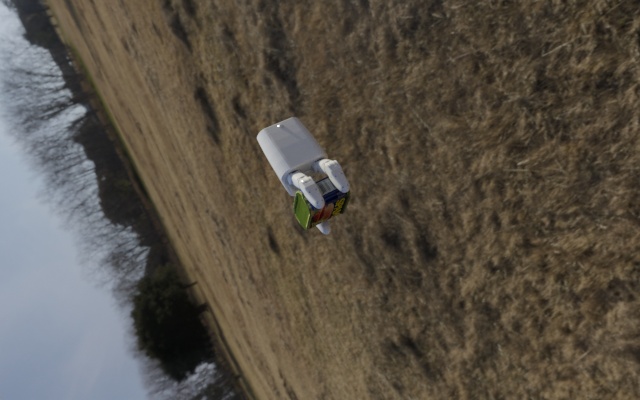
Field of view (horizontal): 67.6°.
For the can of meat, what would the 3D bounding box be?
[{"bbox_3d":[0.000,0.003,0.869,0.084,0.057,0.102,-26,-21,-19],"label":"can of meat"}]
